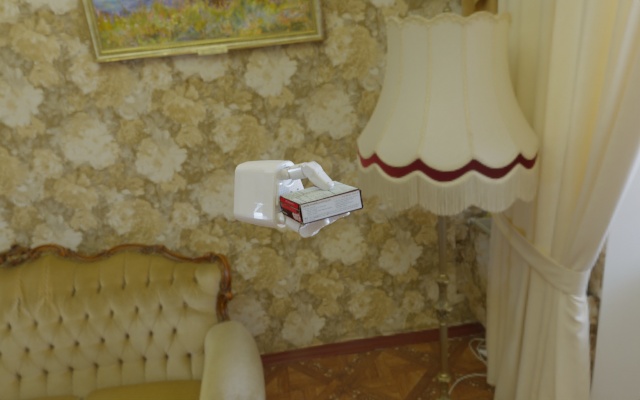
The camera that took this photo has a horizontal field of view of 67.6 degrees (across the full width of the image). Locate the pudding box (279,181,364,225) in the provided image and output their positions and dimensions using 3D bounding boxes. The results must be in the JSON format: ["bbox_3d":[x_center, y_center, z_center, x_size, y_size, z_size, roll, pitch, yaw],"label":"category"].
[{"bbox_3d":[0.000,0.002,0.785,0.113,0.039,0.090,-16,17,-22],"label":"pudding box"}]
